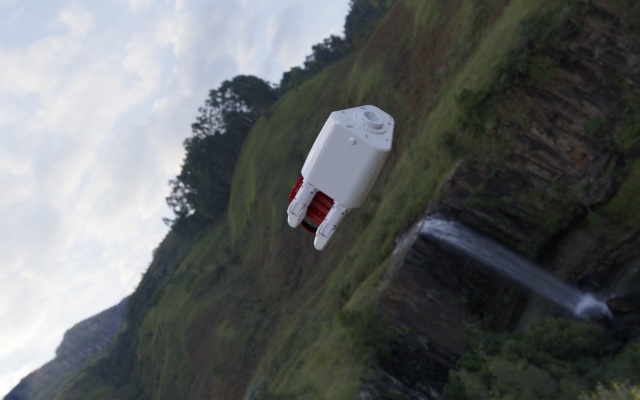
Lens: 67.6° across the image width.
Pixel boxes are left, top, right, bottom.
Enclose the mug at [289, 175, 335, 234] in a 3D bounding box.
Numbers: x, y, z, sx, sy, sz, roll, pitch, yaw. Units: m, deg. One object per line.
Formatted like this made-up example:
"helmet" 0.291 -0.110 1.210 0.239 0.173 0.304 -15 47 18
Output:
"mug" -0.001 0.003 0.757 0.081 0.117 0.093 35 37 9
